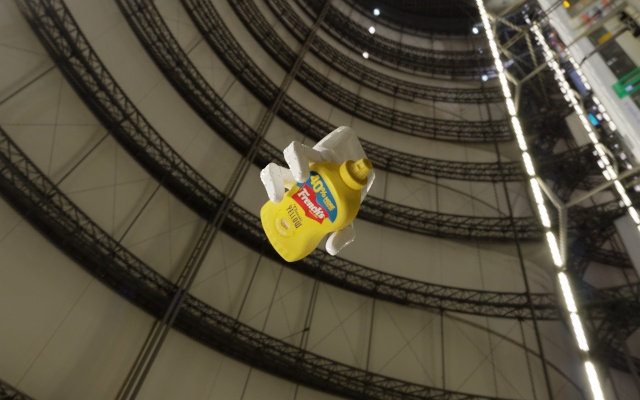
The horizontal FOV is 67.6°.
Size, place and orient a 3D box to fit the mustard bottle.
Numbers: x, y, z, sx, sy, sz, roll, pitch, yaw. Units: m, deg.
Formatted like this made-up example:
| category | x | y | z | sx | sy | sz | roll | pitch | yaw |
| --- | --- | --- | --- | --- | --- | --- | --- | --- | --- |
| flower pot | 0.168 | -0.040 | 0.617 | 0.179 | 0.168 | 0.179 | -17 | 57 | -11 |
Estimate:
| category | x | y | z | sx | sy | sz | roll | pitch | yaw |
| --- | --- | --- | --- | --- | --- | --- | --- | --- | --- |
| mustard bottle | 0.000 | 0.002 | 0.664 | 0.192 | 0.096 | 0.058 | -39 | -18 | 34 |
